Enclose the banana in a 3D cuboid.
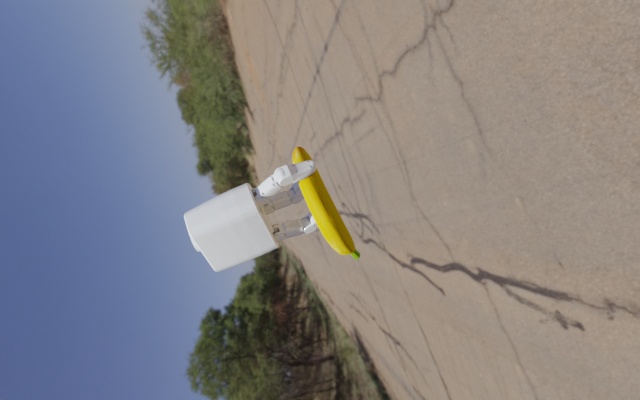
[{"bbox_3d":[0.000,0.004,0.712,0.037,0.198,0.069,-27,-7,2],"label":"banana"}]
